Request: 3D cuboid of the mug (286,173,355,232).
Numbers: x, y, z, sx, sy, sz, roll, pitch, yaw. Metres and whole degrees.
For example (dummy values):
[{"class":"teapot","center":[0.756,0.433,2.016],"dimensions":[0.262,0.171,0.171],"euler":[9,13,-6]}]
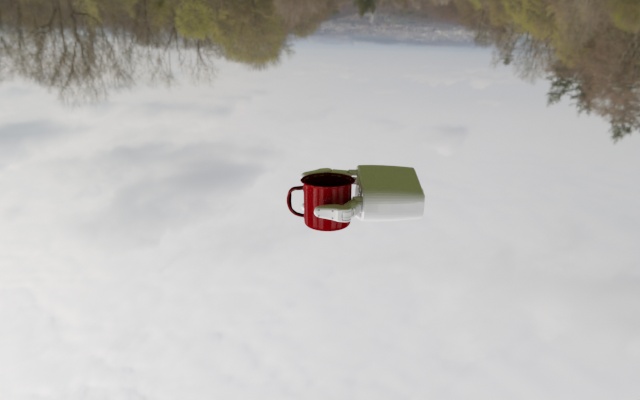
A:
[{"class":"mug","center":[-0.001,0.003,0.820],"dimensions":[0.117,0.081,0.093],"euler":[0,18,-2]}]
